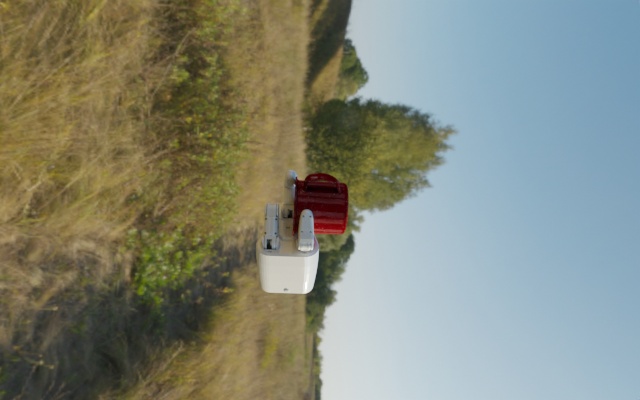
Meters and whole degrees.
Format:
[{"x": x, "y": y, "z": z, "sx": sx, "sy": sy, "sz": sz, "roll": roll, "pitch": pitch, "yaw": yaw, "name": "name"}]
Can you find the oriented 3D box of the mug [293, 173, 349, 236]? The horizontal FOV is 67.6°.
[{"x": 0.000, "y": 0.001, "z": 0.737, "sx": 0.081, "sy": 0.117, "sz": 0.093, "roll": 3, "pitch": 44, "yaw": -3, "name": "mug"}]
